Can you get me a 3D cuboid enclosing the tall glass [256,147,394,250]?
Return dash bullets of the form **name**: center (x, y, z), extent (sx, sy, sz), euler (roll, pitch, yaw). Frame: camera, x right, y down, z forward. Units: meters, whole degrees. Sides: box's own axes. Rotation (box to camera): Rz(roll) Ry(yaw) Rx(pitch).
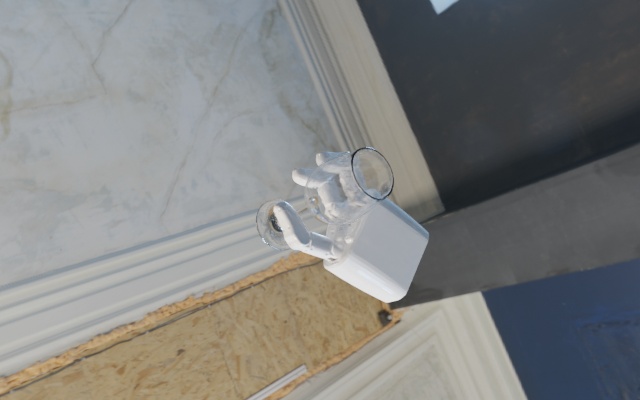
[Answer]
- **tall glass**: center (0.000, 0.002, 0.593), extent (0.079, 0.079, 0.201), euler (0, -19, -37)
